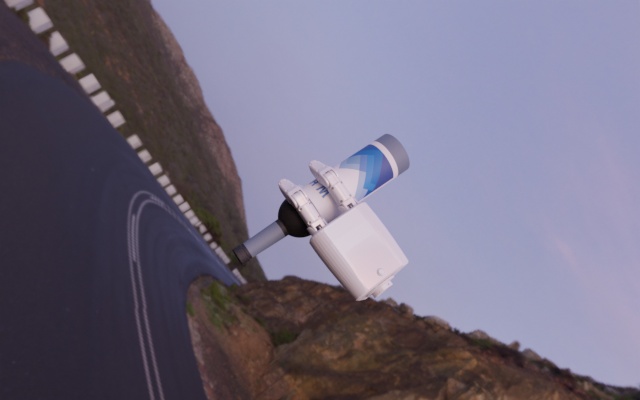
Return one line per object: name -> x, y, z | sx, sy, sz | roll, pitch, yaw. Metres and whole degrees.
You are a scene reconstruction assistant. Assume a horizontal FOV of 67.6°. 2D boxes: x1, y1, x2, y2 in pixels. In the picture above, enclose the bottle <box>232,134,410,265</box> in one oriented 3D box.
bottle -> 0.000, 0.002, 0.715 | 0.295, 0.069, 0.069 | -34, 9, -14
